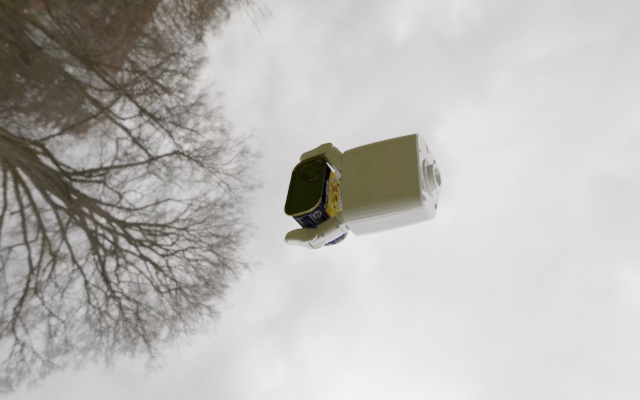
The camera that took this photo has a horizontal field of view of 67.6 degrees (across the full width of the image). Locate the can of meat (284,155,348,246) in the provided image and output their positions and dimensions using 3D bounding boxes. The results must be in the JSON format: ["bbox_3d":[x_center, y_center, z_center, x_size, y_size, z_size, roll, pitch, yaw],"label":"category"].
[{"bbox_3d":[0.000,0.002,0.673,0.057,0.102,0.084,-16,-45,27],"label":"can of meat"}]
